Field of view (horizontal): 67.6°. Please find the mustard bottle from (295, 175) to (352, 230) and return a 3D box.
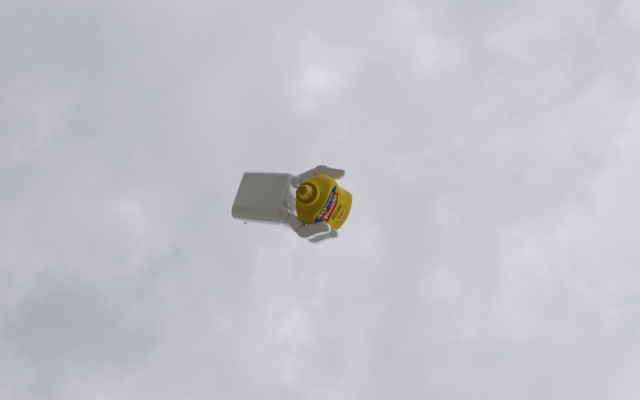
[{"bbox_3d":[0.001,0.003,0.887,0.058,0.096,0.192,31,-1,24],"label":"mustard bottle"}]
